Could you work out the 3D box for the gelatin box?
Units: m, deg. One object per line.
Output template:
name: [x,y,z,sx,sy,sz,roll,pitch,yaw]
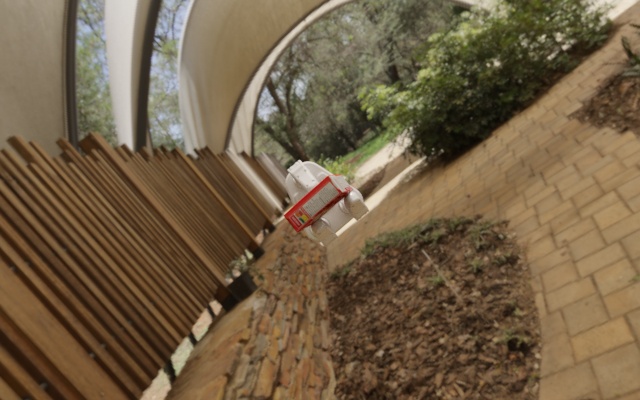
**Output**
gelatin box: [0.000,0.002,0.592,0.073,0.030,0.089,-41,-5,12]
